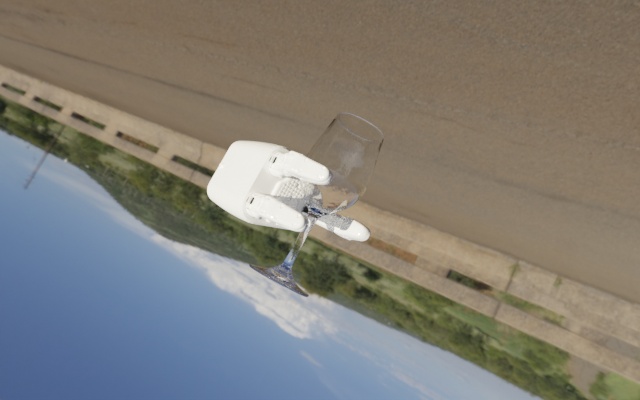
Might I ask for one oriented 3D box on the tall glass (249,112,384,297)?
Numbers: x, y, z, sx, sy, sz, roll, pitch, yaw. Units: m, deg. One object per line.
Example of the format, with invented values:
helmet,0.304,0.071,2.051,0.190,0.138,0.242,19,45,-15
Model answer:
tall glass,0.000,0.002,0.539,0.079,0.201,0.079,28,-7,4
